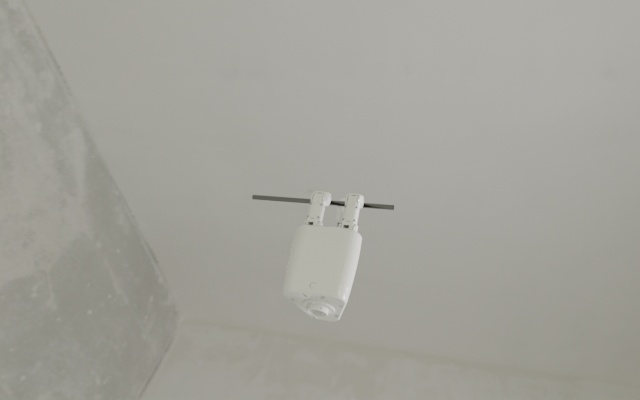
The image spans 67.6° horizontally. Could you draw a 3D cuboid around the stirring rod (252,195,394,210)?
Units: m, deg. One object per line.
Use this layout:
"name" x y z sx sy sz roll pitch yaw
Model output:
"stirring rod" 0.000 0.003 0.787 0.239 0.011 0.011 4 1 15
